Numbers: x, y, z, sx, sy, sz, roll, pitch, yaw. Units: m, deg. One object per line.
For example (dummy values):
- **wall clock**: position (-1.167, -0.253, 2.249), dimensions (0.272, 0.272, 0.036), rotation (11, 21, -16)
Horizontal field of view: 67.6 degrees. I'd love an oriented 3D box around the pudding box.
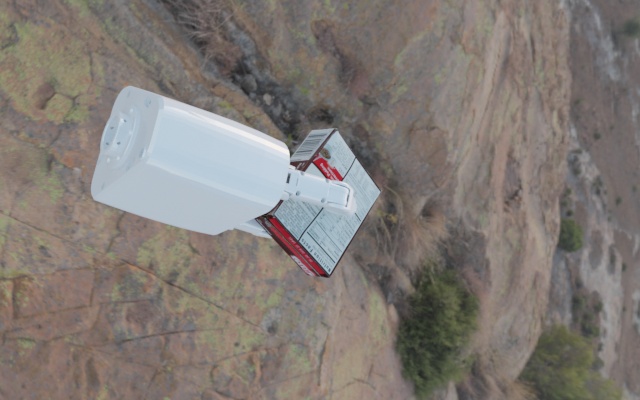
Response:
- **pudding box**: position (0.000, 0.001, 0.446), dimensions (0.039, 0.113, 0.090), rotation (1, -42, 49)
